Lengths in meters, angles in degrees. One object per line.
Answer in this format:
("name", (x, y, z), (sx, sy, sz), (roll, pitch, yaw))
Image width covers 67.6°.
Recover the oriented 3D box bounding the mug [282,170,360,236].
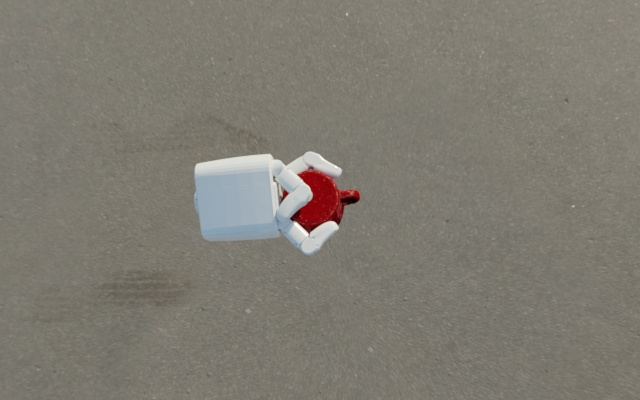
("mug", (0.002, 0.002, 0.701), (0.117, 0.093, 0.081), (-7, -11, 2))
